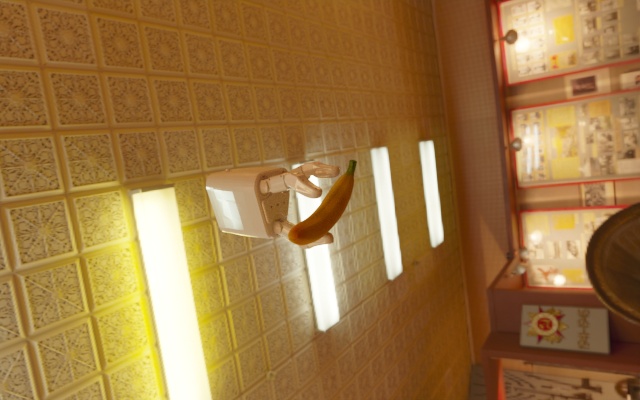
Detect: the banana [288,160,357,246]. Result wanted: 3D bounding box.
[{"bbox_3d":[0.004,0.015,0.719,0.037,0.070,0.197,10,41,26],"label":"banana"}]
